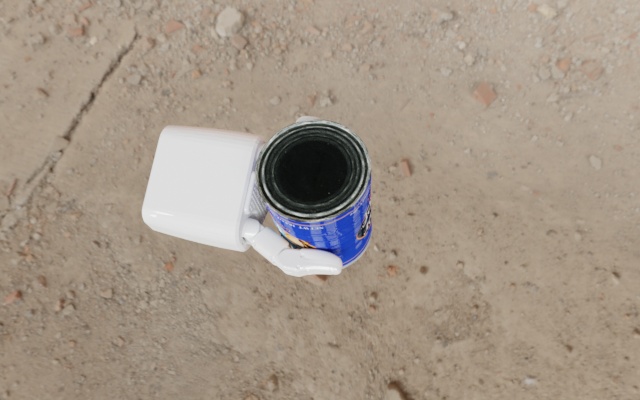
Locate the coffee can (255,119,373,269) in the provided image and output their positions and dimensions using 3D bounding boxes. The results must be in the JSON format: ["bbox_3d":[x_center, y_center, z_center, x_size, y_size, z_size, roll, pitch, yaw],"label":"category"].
[{"bbox_3d":[0.000,0.002,0.477,0.103,0.102,0.140,0,-25,6],"label":"coffee can"}]
